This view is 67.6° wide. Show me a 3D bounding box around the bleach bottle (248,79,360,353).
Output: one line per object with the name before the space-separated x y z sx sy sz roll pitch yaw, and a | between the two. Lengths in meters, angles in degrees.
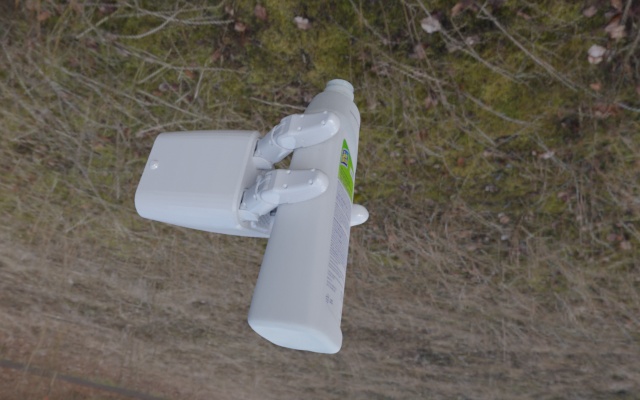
bleach bottle | 0.000 0.001 0.438 0.068 0.250 0.103 4 -26 15
